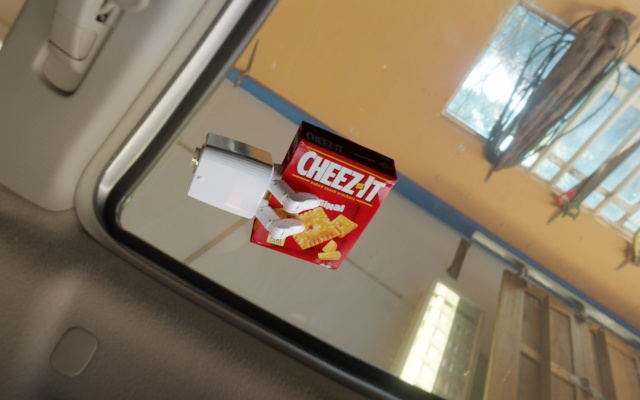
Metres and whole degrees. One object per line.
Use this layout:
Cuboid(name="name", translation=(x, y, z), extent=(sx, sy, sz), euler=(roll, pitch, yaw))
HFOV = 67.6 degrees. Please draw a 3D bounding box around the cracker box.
Cuboid(name="cracker box", translation=(0.000, 0.003, 0.774), extent=(0.164, 0.214, 0.072), euler=(21, 34, -14))
